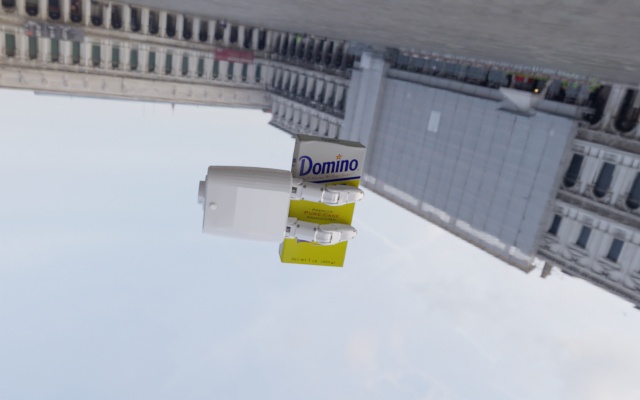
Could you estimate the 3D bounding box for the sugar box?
[{"bbox_3d":[0.000,0.002,0.661,0.093,0.176,0.048,5,19,-13],"label":"sugar box"}]
